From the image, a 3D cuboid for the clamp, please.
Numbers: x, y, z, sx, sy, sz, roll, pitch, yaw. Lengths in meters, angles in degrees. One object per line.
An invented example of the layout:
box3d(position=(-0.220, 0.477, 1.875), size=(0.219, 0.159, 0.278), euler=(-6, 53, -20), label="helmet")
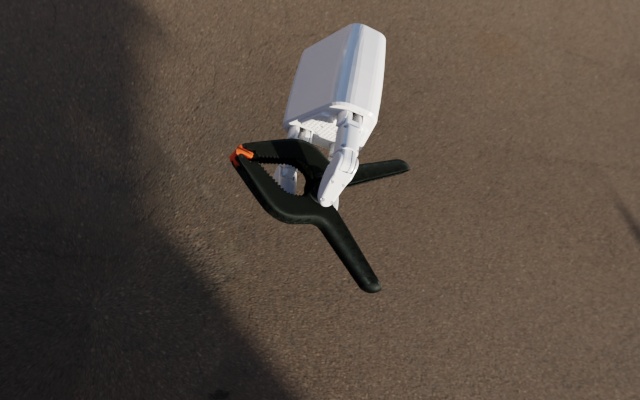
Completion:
box3d(position=(0.000, 0.001, 0.516), size=(0.210, 0.164, 0.036), euler=(18, -22, -21), label="clamp")
